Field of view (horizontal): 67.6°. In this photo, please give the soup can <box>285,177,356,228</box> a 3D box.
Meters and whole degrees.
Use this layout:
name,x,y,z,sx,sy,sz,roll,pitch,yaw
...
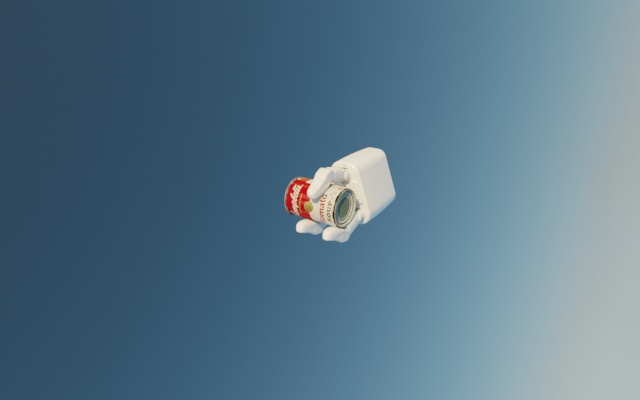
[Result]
name,x,y,z,sx,sy,sz,roll,pitch,yaw
soup can,0.000,0.003,0.800,0.102,0.068,0.068,15,8,33
